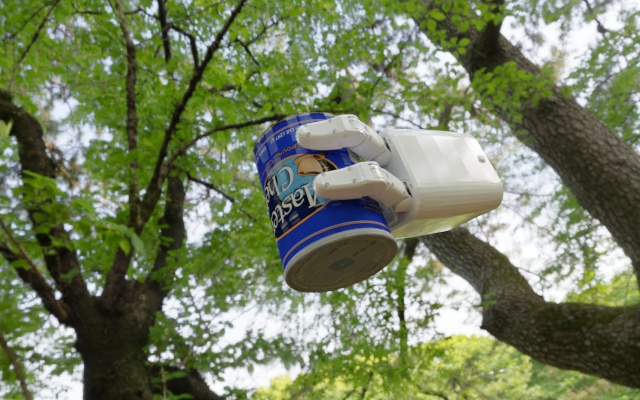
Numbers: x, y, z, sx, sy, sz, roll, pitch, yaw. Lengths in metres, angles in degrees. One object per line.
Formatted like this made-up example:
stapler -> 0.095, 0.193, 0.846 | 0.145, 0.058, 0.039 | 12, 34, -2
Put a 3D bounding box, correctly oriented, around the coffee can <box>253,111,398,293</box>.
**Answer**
coffee can -> 0.000, 0.002, 0.452 | 0.103, 0.140, 0.103 | -14, -32, -9
